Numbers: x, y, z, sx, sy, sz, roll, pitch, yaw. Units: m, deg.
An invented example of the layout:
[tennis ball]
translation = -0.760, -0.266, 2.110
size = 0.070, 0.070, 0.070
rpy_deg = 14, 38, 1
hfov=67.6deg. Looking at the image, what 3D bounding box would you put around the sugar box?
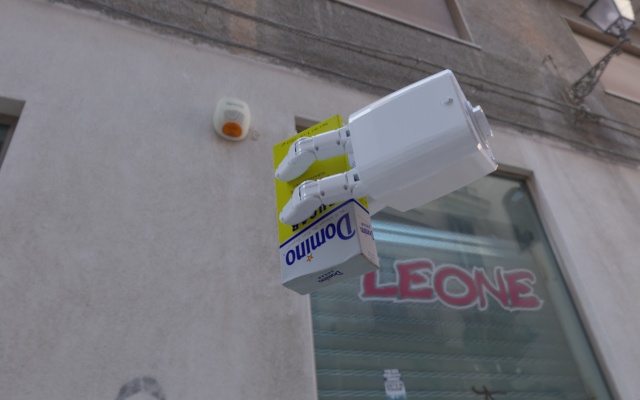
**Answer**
[sugar box]
translation = 0.000, 0.001, 0.507
size = 0.093, 0.176, 0.048
rpy_deg = -24, -38, 23
